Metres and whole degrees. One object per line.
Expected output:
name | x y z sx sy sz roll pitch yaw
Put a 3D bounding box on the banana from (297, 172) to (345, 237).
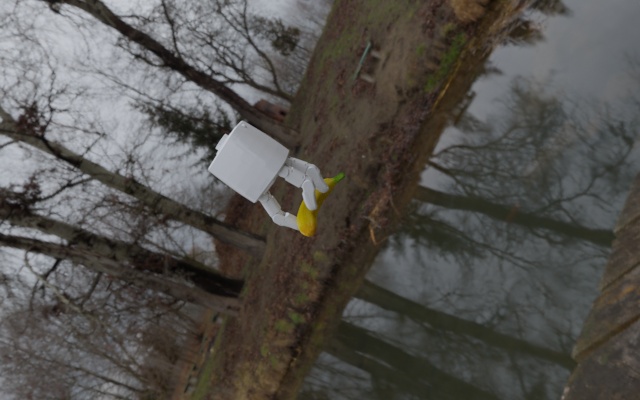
banana | -0.011 0.009 0.911 0.070 0.037 0.197 -35 18 38
